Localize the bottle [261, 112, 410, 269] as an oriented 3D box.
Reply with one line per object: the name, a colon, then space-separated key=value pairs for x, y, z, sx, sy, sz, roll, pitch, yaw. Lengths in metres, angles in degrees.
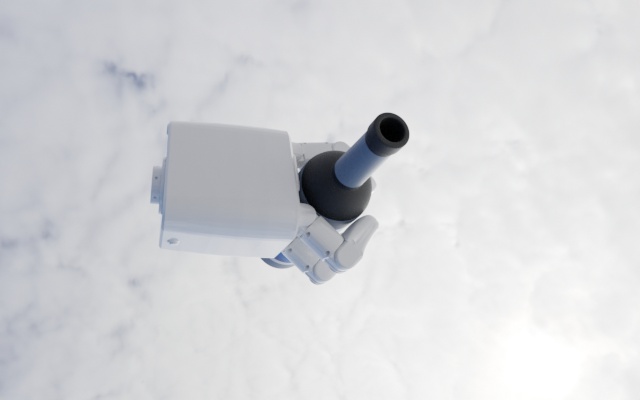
bottle: x=0.000 y=0.002 z=0.452 sx=0.069 sy=0.069 sz=0.296 roll=0 pitch=-20 yaw=-20
